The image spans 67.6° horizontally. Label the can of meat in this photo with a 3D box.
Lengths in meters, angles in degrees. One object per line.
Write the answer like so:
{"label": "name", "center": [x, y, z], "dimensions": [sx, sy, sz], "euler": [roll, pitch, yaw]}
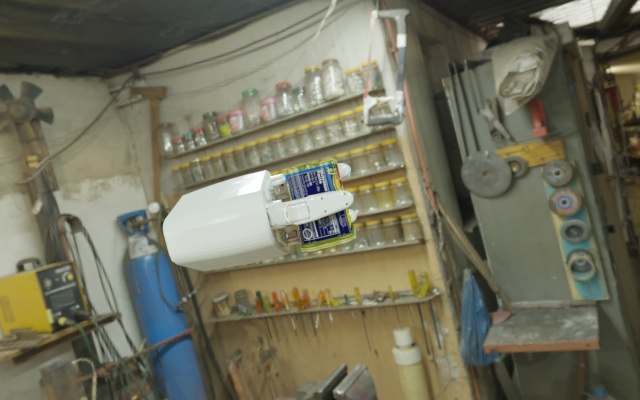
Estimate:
{"label": "can of meat", "center": [0.000, 0.001, 0.507], "dimensions": [0.057, 0.084, 0.102], "euler": [-14, 3, 5]}
